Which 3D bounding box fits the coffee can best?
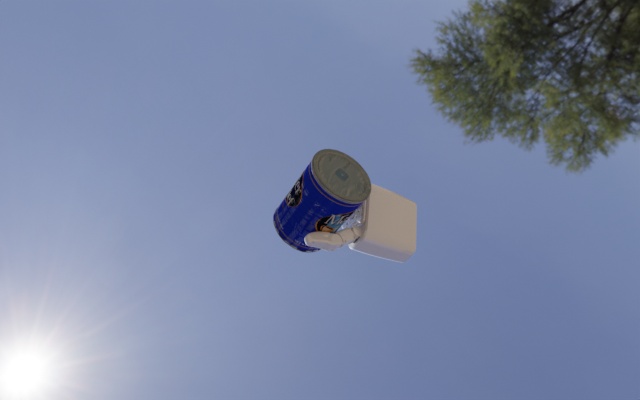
[{"bbox_3d":[0.000,0.002,0.757,0.103,0.102,0.140,0,-37,-37],"label":"coffee can"}]
